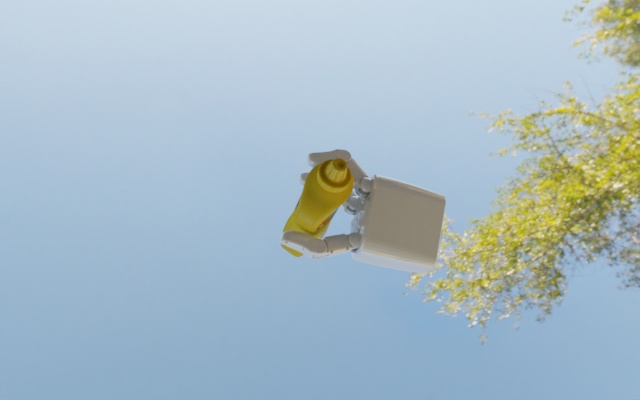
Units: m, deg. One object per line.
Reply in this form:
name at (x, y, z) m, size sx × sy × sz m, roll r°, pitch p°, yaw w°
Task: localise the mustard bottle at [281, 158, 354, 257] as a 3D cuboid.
mustard bottle at (0.000, 0.002, 0.631) m, size 0.058 × 0.096 × 0.192 m, roll 36°, pitch -30°, yaw 4°
